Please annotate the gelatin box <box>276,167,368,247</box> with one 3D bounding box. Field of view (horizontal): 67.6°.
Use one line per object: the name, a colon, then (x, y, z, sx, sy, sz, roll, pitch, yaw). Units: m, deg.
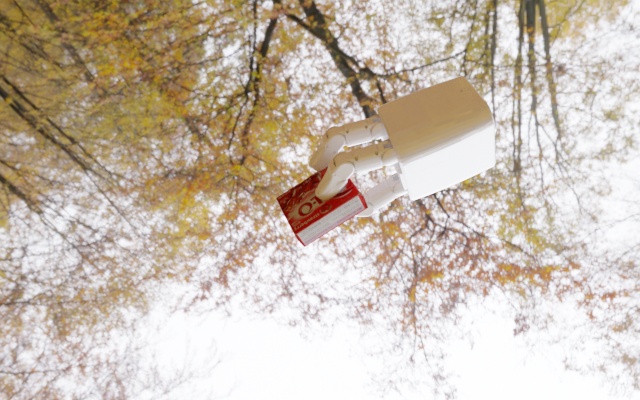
gelatin box: (0.000, 0.002, 0.559, 0.089, 0.030, 0.073, -33, 42, 0)
